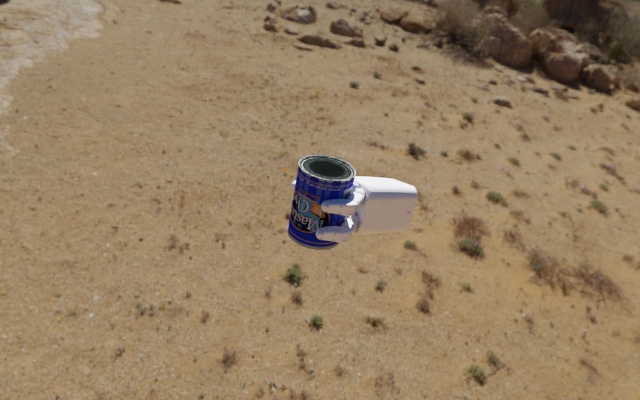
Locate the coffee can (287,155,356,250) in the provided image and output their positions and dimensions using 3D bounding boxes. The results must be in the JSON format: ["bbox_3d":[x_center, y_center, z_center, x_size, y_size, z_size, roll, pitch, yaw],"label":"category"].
[{"bbox_3d":[0.000,0.003,0.860,0.103,0.140,0.102,9,28,-5],"label":"coffee can"}]
